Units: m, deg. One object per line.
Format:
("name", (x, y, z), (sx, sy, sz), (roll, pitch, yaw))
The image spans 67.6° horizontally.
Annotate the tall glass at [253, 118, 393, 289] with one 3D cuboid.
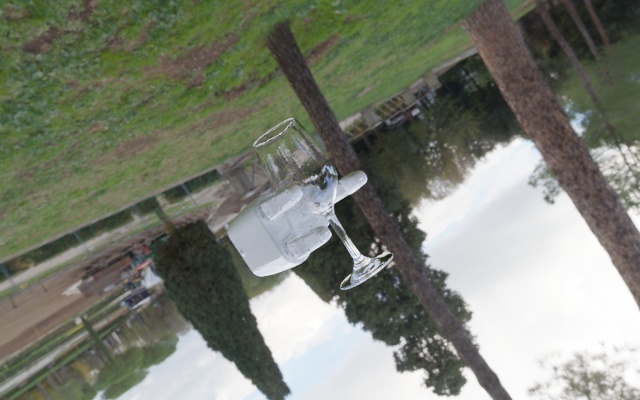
("tall glass", (0.001, 0.002, 0.568), (0.079, 0.201, 0.079), (-33, 2, 1))
